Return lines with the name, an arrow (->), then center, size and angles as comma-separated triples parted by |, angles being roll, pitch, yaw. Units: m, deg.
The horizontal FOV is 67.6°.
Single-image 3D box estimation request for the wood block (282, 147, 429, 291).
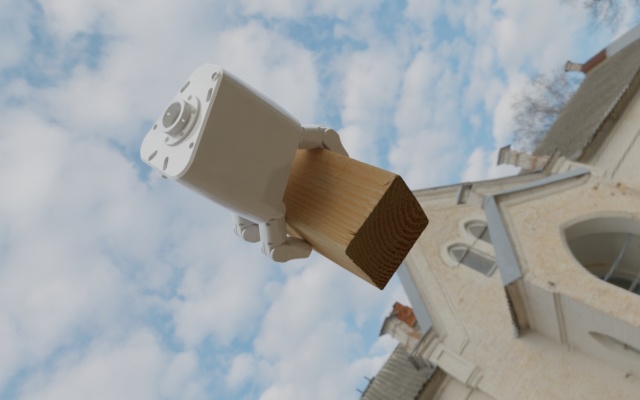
wood block -> 0.000, 0.001, 0.524 | 0.206, 0.091, 0.090 | 26, -16, 44
